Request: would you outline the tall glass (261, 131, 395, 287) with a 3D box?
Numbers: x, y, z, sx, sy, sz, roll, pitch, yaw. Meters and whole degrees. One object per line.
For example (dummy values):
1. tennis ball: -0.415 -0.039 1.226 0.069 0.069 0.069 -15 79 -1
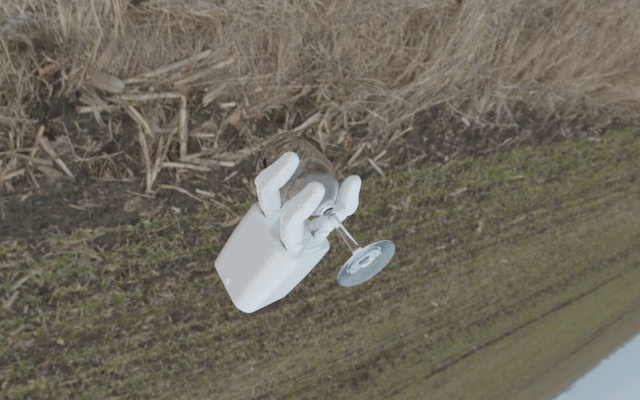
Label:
1. tall glass: 0.001 0.002 0.568 0.079 0.079 0.201 0 43 -44
